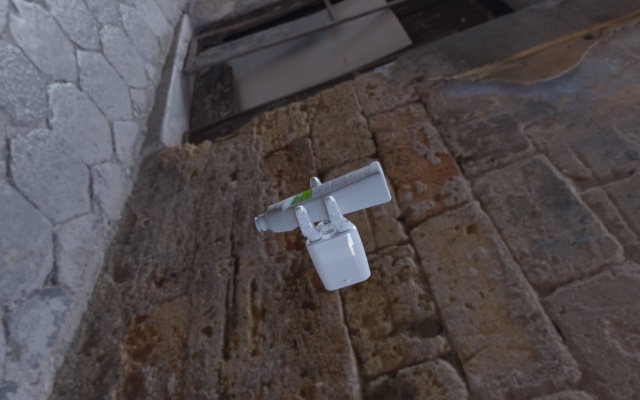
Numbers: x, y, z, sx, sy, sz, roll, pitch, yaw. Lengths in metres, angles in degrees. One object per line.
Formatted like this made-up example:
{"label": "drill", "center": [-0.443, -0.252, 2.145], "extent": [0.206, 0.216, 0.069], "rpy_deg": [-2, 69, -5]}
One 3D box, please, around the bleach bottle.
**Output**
{"label": "bleach bottle", "center": [0.000, 0.003, 0.887], "extent": [0.251, 0.068, 0.102], "rpy_deg": [-19, 15, 7]}
